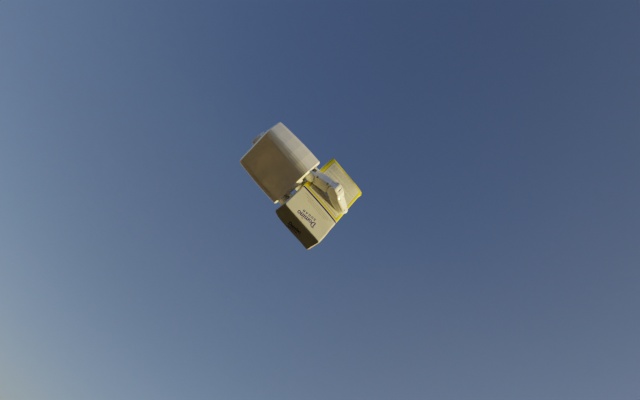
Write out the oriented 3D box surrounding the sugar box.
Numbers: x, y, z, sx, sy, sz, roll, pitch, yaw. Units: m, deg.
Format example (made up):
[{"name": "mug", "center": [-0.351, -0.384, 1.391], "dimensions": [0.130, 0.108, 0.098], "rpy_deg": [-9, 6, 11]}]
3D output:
[{"name": "sugar box", "center": [0.000, 0.003, 0.893], "dimensions": [0.048, 0.093, 0.176], "rpy_deg": [-36, 6, 47]}]
